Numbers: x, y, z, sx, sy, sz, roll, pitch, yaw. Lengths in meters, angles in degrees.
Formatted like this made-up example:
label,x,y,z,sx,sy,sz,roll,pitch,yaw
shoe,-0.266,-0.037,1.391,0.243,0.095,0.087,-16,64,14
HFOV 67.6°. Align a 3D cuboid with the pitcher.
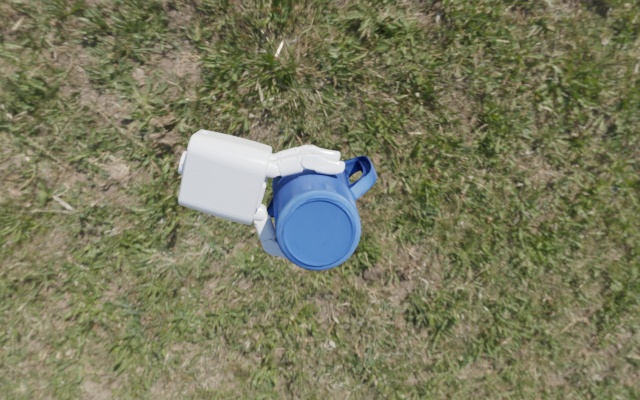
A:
label,x,y,z,sx,sy,sz,roll,pitch,yaw
pitcher,0.000,0.002,0.701,0.145,0.149,0.242,16,14,-8
